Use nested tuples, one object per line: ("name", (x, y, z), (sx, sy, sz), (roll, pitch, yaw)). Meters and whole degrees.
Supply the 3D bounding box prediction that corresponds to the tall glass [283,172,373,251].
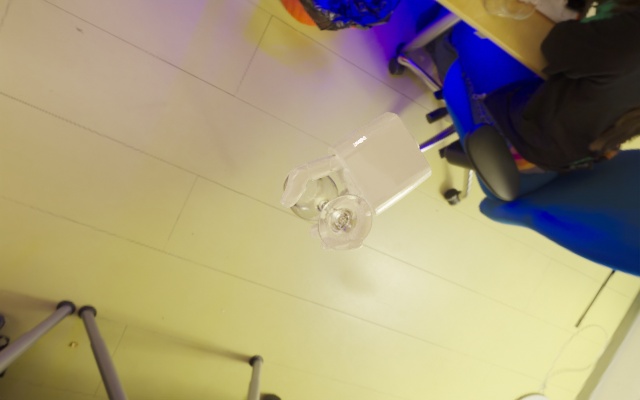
("tall glass", (0.000, 0.002, 0.691), (0.079, 0.079, 0.201), (0, 15, -20))
